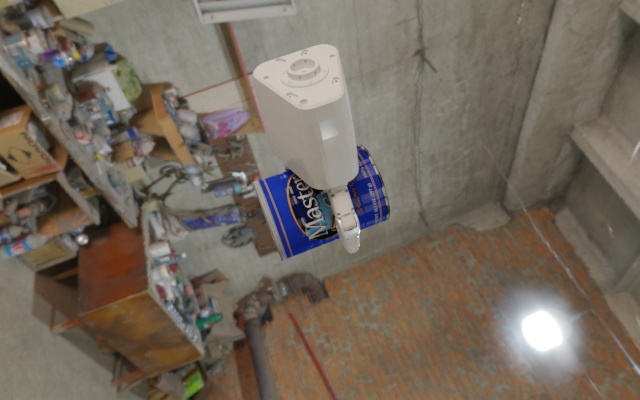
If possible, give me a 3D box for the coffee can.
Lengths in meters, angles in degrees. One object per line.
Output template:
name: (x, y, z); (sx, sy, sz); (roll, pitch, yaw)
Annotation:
coffee can: (0.000, 0.002, 0.588); (0.140, 0.103, 0.103); (-20, 3, -7)
